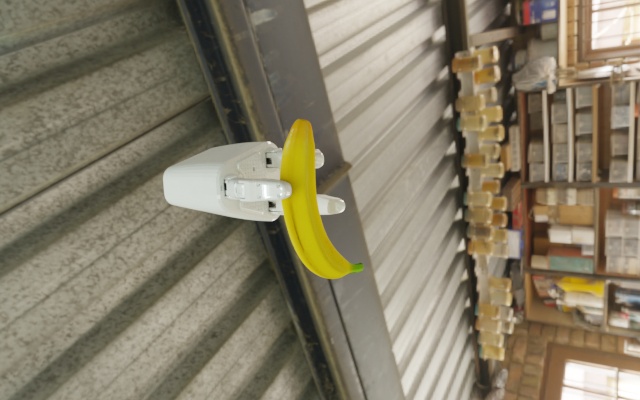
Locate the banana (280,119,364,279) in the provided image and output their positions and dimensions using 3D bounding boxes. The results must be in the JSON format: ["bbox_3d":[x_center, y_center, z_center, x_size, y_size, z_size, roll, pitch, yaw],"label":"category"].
[{"bbox_3d":[-0.009,0.014,0.513,0.037,0.198,0.069,3,34,39],"label":"banana"}]
